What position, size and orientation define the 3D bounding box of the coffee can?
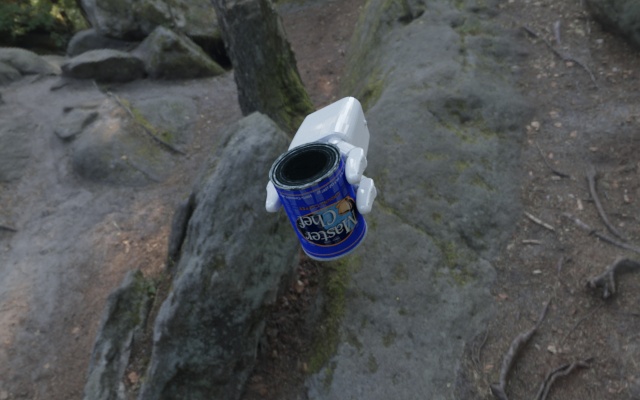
[{"bbox_3d":[0.000,0.002,0.678,0.103,0.140,0.102,-14,38,11],"label":"coffee can"}]
